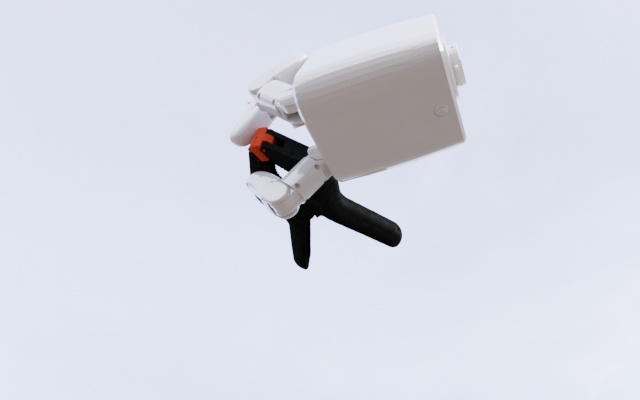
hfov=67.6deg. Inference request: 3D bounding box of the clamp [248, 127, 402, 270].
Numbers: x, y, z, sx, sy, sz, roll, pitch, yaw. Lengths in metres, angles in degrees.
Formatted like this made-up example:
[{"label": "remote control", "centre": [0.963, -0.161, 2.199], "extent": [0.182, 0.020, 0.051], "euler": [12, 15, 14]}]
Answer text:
[{"label": "clamp", "centre": [0.000, 0.001, 0.443], "extent": [0.120, 0.039, 0.172], "euler": [-15, -48, 18]}]
